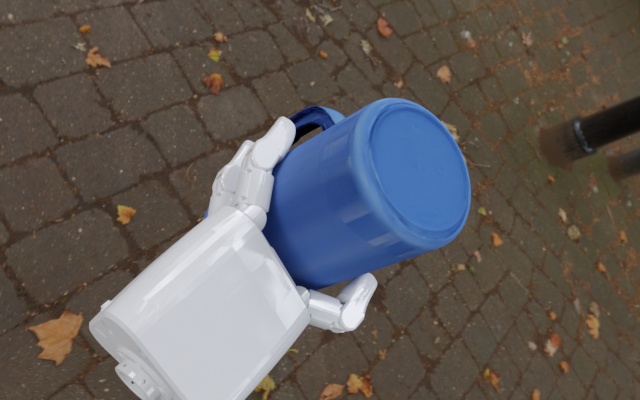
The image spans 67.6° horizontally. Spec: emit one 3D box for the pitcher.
[{"bbox_3d":[0.000,0.002,0.411,0.145,0.149,0.243,-46,11,-37],"label":"pitcher"}]
